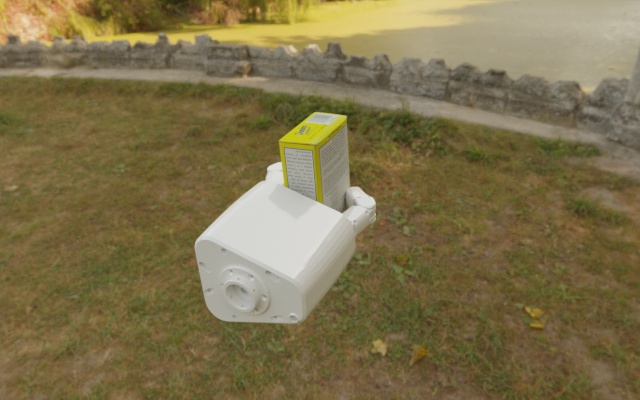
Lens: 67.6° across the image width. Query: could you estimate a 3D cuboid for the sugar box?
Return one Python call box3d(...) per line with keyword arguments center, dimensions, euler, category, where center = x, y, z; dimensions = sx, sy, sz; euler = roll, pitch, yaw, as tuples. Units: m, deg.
box3d(center=(0.000, 0.002, 0.526), dimensions=(0.048, 0.176, 0.093), euler=(10, 31, 21), category="sugar box")
